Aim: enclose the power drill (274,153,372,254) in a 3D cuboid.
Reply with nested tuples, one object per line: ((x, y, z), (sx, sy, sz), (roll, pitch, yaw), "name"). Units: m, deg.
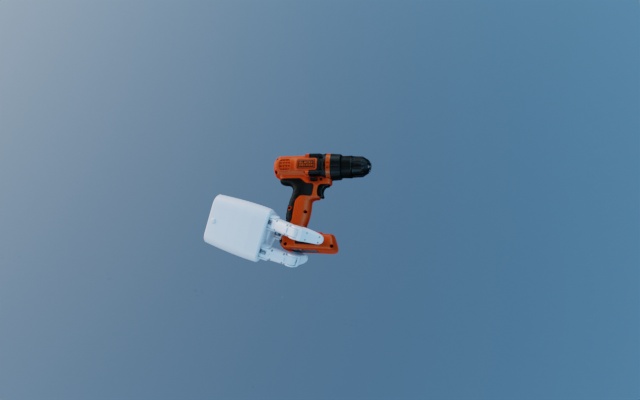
((0.000, 0.003, 0.883), (0.184, 0.187, 0.057), (0, -17, 13), "power drill")
